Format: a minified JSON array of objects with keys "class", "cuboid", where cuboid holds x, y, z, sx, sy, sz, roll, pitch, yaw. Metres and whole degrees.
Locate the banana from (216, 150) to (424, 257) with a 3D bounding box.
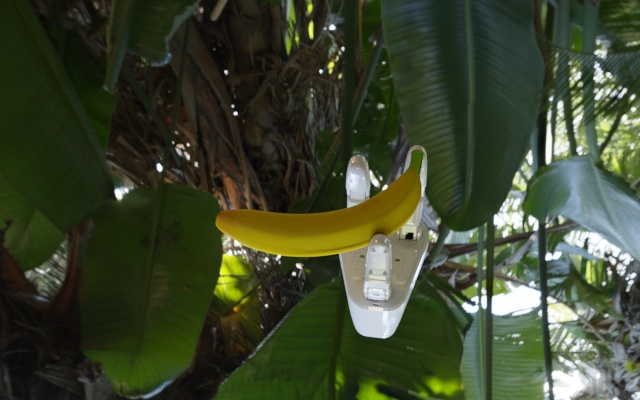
[{"class":"banana","cuboid":[0.009,0.016,0.424,0.198,0.069,0.037,-17,-30,-5]}]
